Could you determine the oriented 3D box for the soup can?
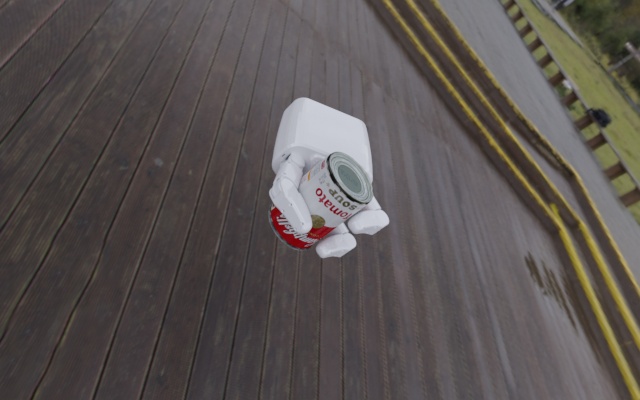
[{"bbox_3d":[0.000,0.002,0.527,0.102,0.068,0.068,-39,-23,32],"label":"soup can"}]
